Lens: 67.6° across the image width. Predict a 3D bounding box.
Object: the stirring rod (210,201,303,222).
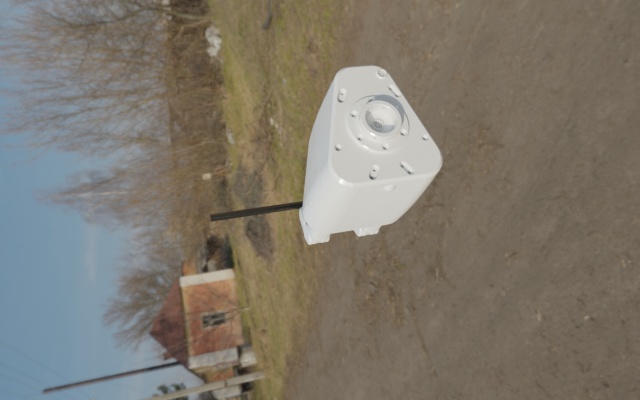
[{"bbox_3d":[0.000,0.002,0.530,0.239,0.011,0.011,-8,2,-14],"label":"stirring rod"}]
